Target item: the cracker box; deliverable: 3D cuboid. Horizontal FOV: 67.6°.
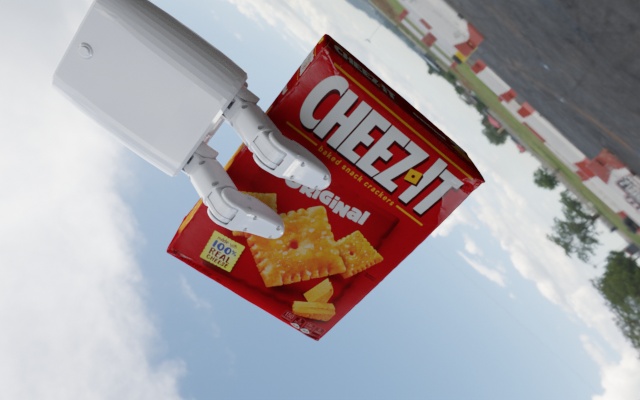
[{"bbox_3d":[0.000,0.001,0.405,0.164,0.214,0.072,36,22,-16],"label":"cracker box"}]
